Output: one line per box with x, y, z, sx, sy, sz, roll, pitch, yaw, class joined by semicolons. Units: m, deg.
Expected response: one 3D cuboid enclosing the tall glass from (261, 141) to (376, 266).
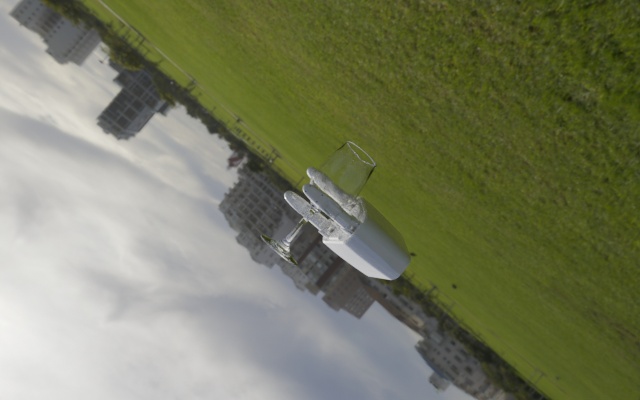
0.000;0.003;0.746;0.079;0.201;0.079;40;-1;1;tall glass
